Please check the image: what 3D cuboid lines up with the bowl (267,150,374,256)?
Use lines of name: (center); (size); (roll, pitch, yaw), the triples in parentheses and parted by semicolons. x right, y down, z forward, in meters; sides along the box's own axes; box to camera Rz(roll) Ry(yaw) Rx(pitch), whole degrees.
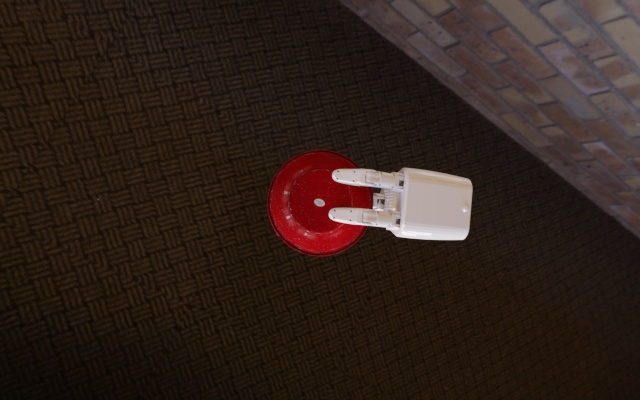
bowl: (-0.001, 0.002, 0.697); (0.162, 0.162, 0.055); (0, -2, 0)
